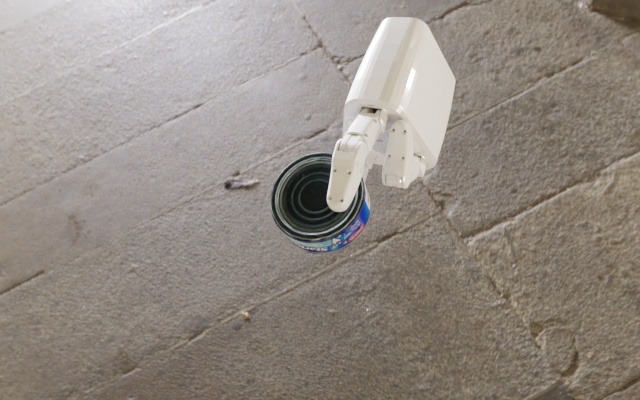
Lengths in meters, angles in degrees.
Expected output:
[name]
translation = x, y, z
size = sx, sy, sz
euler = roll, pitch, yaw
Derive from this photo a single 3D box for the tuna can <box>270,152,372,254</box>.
[tuna can]
translation = 0.000, 0.001, 0.419
size = 0.086, 0.086, 0.034
euler = 0, -24, 16
